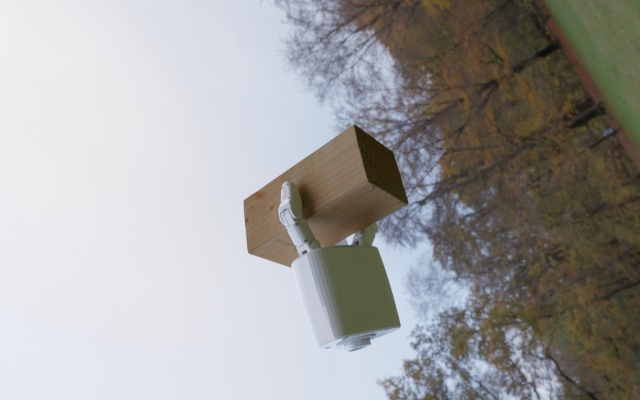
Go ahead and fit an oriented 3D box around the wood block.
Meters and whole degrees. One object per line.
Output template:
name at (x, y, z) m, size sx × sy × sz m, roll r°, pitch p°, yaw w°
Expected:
wood block at (0.000, 0.002, 0.640) m, size 0.206 × 0.090 × 0.091 m, roll -31°, pitch -38°, yaw 29°
